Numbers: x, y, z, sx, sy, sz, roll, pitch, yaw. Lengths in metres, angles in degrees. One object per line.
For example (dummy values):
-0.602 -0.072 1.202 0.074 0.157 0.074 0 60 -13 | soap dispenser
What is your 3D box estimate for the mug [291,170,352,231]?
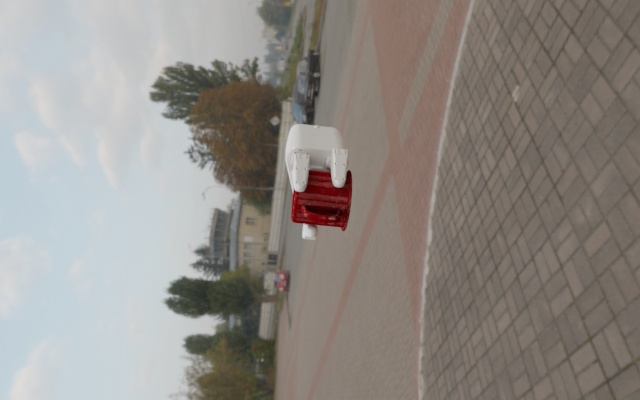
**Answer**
0.000 0.003 0.705 0.081 0.093 0.117 6 29 -5 | mug
